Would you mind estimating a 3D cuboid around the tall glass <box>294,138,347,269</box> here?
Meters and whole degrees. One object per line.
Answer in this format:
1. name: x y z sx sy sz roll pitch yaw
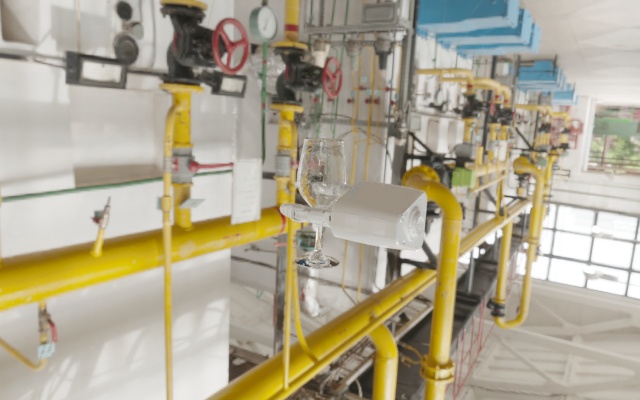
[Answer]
1. tall glass: 0.000 0.003 0.761 0.079 0.201 0.079 3 10 0
